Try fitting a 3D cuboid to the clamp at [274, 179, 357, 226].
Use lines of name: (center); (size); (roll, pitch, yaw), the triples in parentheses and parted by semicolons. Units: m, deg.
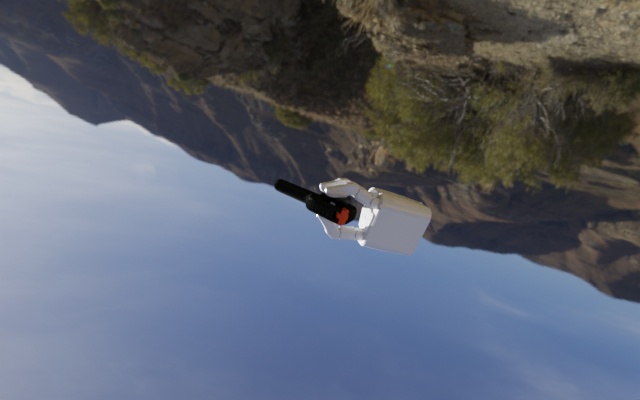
clamp: (0.000, 0.004, 0.882); (0.164, 0.036, 0.210); (13, 9, -12)
